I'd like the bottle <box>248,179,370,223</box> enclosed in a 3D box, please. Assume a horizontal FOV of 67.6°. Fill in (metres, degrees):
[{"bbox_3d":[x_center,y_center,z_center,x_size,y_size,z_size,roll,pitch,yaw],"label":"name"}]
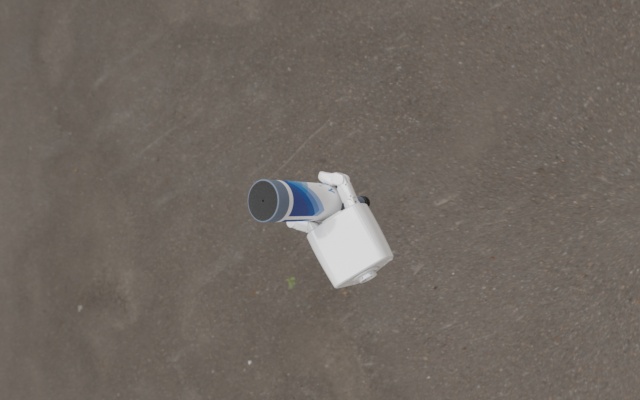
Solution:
[{"bbox_3d":[0.000,0.003,0.846,0.069,0.069,0.296,0,-1,37],"label":"bottle"}]
